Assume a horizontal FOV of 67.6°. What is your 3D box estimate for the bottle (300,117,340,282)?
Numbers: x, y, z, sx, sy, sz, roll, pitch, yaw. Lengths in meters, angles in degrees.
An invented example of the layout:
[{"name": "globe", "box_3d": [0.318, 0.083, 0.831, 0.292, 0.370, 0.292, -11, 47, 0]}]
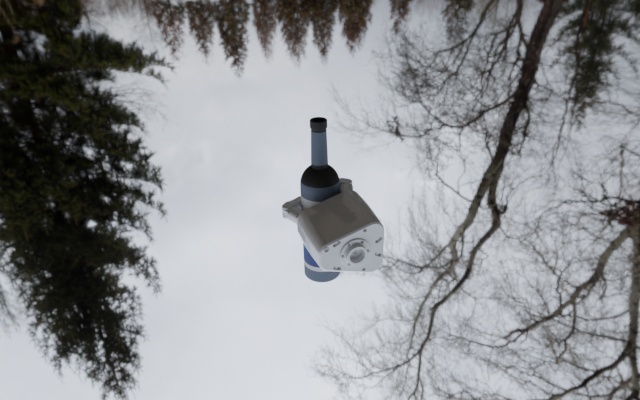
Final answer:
[{"name": "bottle", "box_3d": [0.000, 0.003, 0.816, 0.069, 0.296, 0.069, -1, 29, 1]}]
